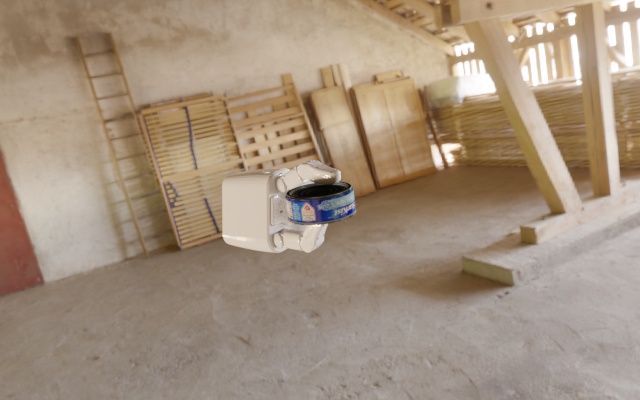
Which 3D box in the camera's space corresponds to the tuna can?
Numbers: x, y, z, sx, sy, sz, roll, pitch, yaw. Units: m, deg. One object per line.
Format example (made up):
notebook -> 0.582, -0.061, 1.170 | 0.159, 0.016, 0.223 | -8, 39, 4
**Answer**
tuna can -> 0.000, 0.001, 0.591 | 0.086, 0.034, 0.086 | -7, 14, 2
